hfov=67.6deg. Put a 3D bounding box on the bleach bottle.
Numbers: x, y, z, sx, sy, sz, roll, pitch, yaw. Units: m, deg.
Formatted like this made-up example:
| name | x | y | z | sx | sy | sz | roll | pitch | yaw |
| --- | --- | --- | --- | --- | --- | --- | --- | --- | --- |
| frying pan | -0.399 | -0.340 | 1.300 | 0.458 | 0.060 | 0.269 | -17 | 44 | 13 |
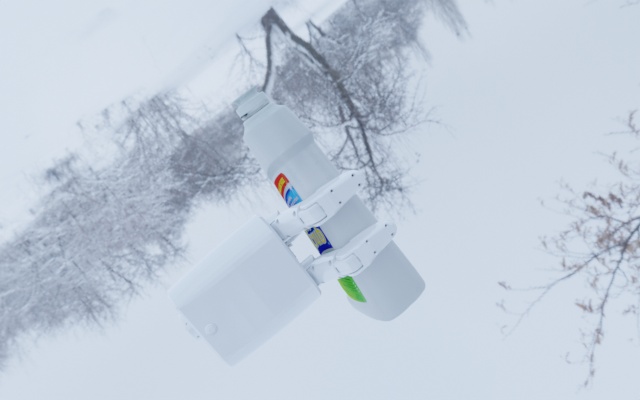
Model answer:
| name | x | y | z | sx | sy | sz | roll | pitch | yaw |
| --- | --- | --- | --- | --- | --- | --- | --- | --- | --- |
| bleach bottle | 0.000 | 0.002 | 0.469 | 0.068 | 0.251 | 0.102 | -40 | 14 | -14 |
